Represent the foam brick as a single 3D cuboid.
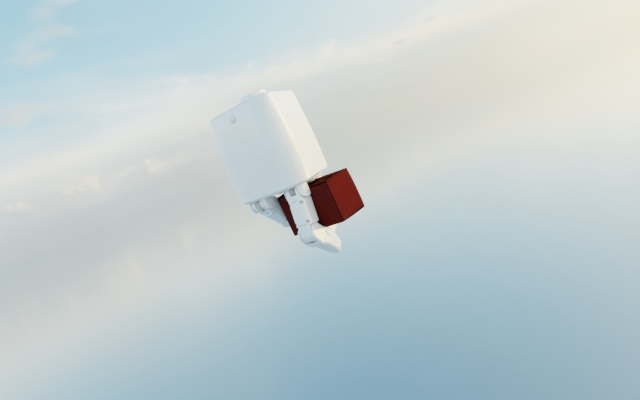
[{"bbox_3d":[0.000,0.002,0.560,0.078,0.051,0.053,-18,9,35],"label":"foam brick"}]
